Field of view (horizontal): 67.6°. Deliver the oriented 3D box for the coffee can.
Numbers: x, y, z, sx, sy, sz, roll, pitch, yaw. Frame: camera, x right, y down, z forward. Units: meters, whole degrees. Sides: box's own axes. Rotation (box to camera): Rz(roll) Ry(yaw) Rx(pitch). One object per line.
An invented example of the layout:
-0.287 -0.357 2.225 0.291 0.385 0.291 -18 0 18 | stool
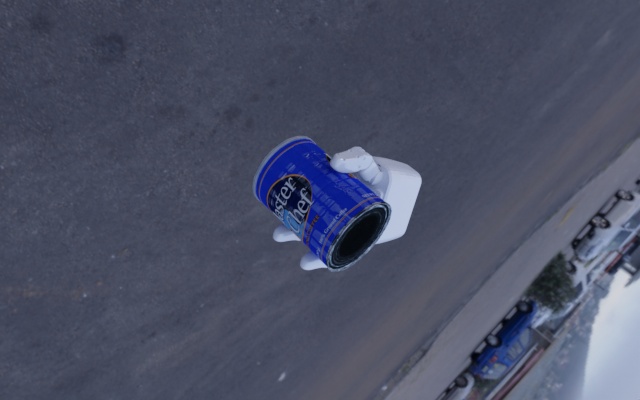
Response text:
0.000 0.002 0.578 0.140 0.103 0.103 42 23 28 | coffee can
